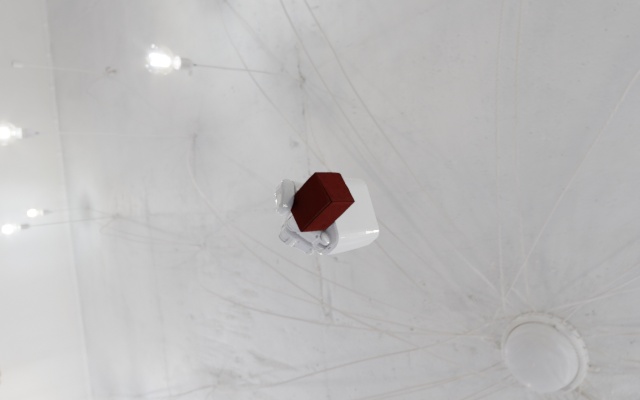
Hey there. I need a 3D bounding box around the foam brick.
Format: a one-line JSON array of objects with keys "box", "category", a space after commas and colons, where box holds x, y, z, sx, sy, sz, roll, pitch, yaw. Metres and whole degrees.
[{"box": [0.000, 0.002, 0.678, 0.051, 0.053, 0.078, -2, -33, -43], "category": "foam brick"}]
